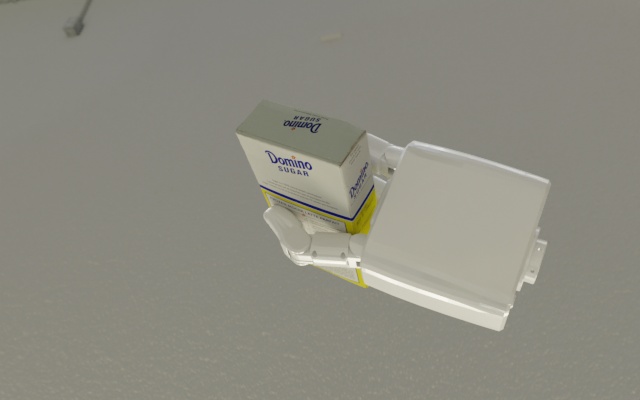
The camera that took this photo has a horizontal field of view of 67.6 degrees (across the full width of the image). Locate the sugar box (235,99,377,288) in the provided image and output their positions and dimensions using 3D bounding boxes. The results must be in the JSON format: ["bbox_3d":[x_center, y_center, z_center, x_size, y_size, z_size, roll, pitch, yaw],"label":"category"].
[{"bbox_3d":[0.000,0.001,0.405,0.093,0.048,0.176,21,-32,25],"label":"sugar box"}]
